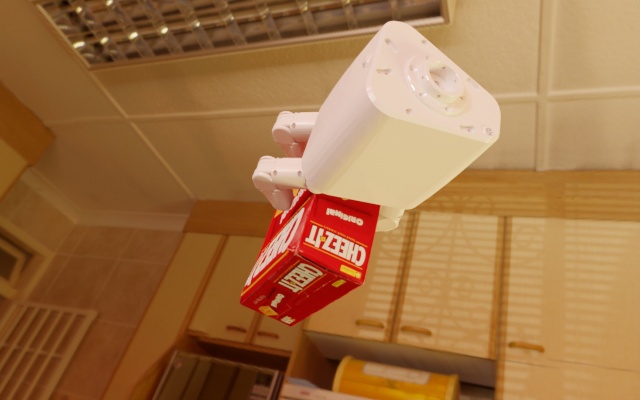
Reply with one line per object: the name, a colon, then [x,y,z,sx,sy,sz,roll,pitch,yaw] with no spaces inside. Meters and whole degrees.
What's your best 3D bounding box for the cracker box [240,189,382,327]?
cracker box: [0.000,0.002,0.488,0.072,0.213,0.164,26,-34,-12]
